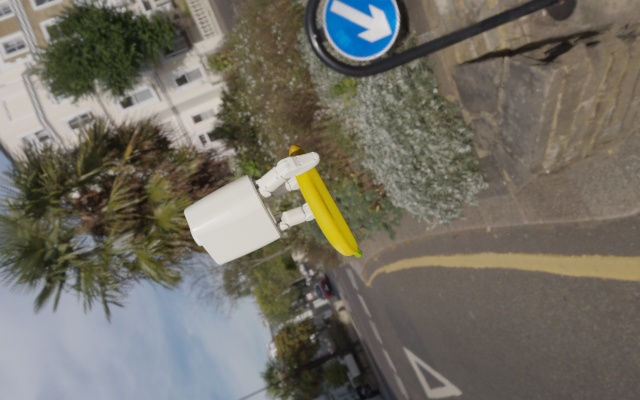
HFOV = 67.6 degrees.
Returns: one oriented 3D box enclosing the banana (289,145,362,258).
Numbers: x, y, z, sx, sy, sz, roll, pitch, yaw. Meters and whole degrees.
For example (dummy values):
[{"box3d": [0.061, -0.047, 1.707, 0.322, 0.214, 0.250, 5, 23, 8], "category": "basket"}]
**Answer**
[{"box3d": [0.002, 0.005, 0.697, 0.037, 0.198, 0.069, -29, 1, -1], "category": "banana"}]
